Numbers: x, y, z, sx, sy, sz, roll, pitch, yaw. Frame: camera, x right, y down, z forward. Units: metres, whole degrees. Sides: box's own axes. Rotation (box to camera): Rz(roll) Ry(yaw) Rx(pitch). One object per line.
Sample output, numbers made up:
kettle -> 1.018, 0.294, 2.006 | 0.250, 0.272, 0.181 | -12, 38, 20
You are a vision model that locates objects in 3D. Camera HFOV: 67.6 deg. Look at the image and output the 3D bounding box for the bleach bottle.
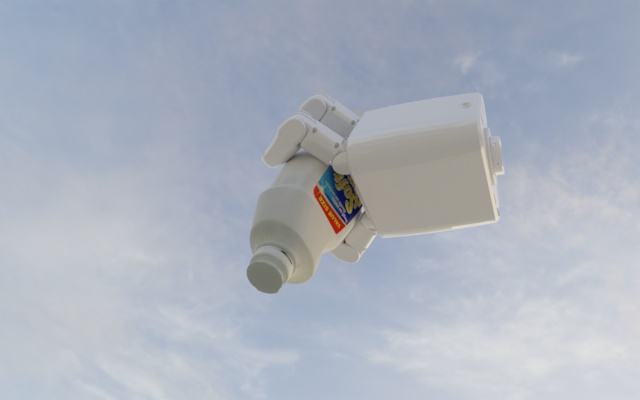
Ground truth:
bleach bottle -> 0.000, 0.001, 0.441 | 0.068, 0.103, 0.250 | -8, 26, 23
